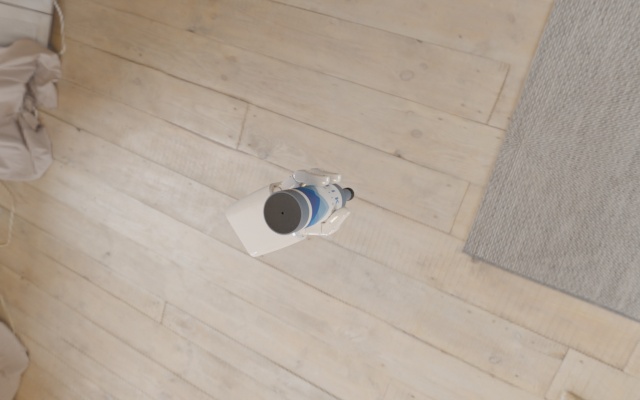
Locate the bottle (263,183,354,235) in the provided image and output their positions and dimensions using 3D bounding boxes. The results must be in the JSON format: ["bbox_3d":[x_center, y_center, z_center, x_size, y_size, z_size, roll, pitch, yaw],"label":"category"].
[{"bbox_3d":[0.000,0.003,0.839,0.069,0.069,0.295,0,6,23],"label":"bottle"}]
